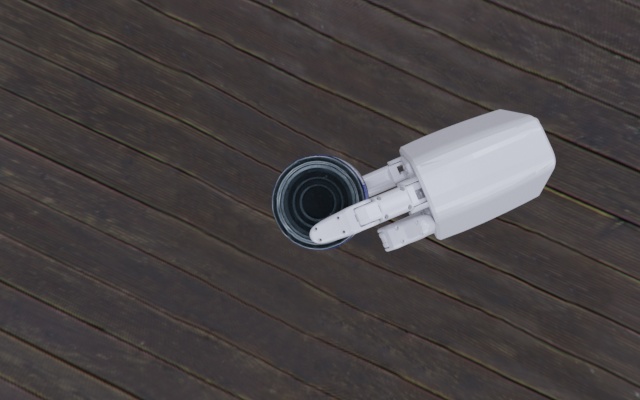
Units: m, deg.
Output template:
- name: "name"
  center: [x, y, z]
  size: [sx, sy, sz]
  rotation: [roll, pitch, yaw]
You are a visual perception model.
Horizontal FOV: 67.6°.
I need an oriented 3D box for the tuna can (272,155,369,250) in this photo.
- name: "tuna can"
  center: [0.000, 0.001, 0.431]
  size: [0.086, 0.086, 0.034]
  rotation: [0, 3, 10]
